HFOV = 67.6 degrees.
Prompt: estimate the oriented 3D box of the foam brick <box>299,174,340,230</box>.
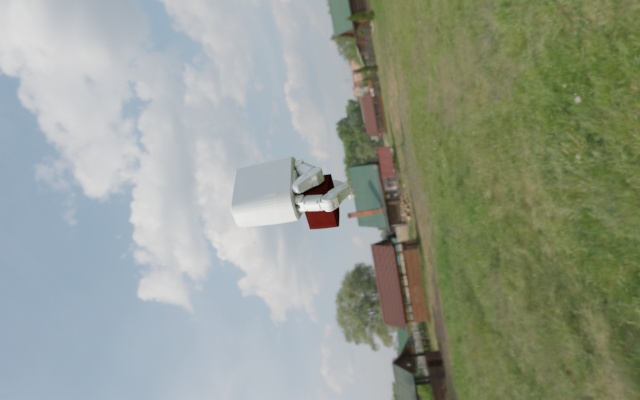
[{"bbox_3d":[0.000,0.003,0.810,0.051,0.078,0.053,-9,32,10],"label":"foam brick"}]
